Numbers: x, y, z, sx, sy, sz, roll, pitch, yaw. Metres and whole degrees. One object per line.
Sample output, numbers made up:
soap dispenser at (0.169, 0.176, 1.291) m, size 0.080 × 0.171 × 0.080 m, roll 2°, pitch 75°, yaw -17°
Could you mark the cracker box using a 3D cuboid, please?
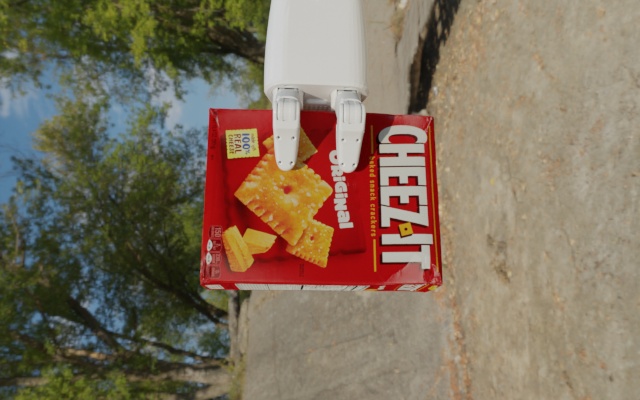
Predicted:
cracker box at (0.000, 0.002, 0.452) m, size 0.214 × 0.164 × 0.072 m, roll 1°, pitch -14°, yaw -3°
